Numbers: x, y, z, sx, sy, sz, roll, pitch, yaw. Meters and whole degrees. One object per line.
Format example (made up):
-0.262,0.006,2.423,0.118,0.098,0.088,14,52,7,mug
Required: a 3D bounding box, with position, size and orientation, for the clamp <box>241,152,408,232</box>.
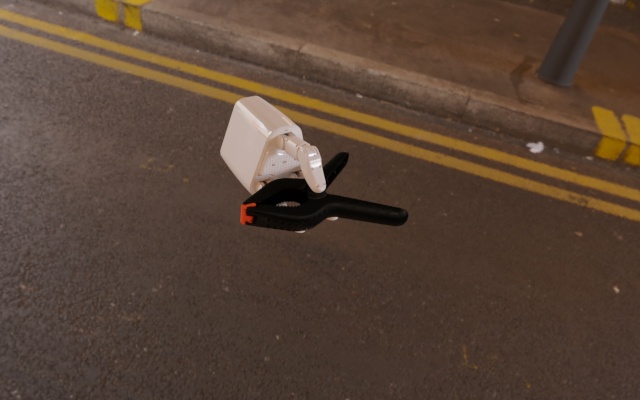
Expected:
0.000,0.001,0.626,0.210,0.036,0.164,-18,43,-32,clamp
